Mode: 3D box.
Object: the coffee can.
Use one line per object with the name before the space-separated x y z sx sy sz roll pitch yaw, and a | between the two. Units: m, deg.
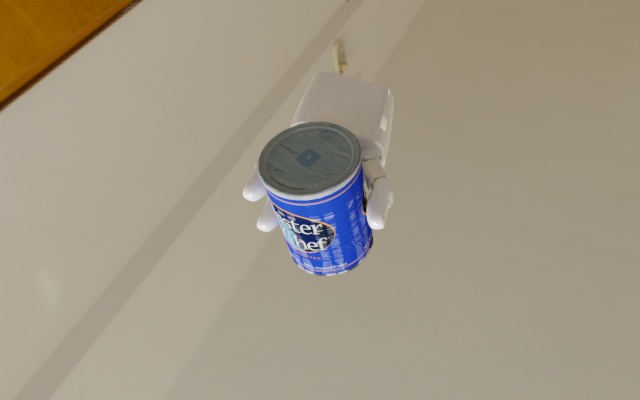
coffee can | 0.000 0.002 0.515 0.103 0.102 0.140 0 -40 13
